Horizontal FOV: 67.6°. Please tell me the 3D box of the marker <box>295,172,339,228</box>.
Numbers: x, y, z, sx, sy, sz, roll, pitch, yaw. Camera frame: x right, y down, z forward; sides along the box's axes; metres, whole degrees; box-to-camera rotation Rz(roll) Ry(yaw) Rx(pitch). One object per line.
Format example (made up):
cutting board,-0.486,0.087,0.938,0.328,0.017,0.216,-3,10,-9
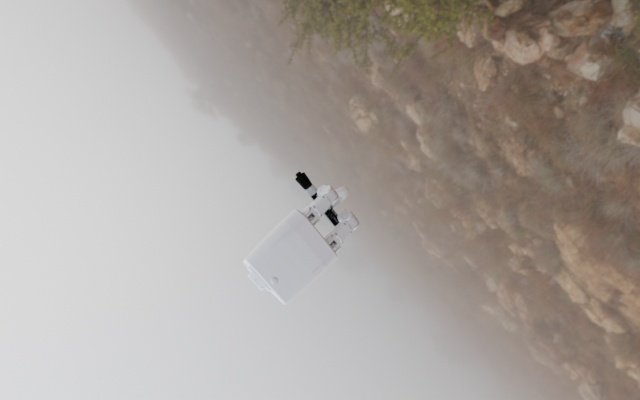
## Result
marker,0.000,0.002,0.768,0.020,0.121,0.020,-35,17,12
